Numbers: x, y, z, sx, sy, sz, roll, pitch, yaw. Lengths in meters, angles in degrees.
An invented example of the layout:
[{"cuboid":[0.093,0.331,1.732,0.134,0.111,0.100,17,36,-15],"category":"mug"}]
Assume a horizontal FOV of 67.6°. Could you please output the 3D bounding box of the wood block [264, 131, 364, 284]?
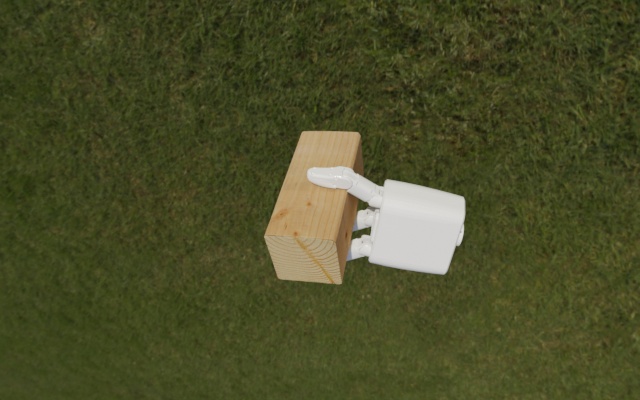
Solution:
[{"cuboid":[0.000,0.002,0.663,0.090,0.206,0.091,3,-44,13],"category":"wood block"}]
